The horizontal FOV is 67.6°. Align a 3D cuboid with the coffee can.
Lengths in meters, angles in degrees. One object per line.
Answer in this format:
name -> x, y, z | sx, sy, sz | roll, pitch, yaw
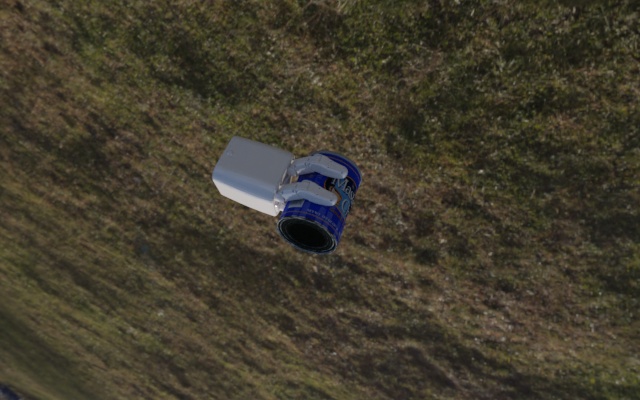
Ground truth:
coffee can -> 0.000, 0.003, 0.786 | 0.103, 0.140, 0.103 | 16, -33, 11
